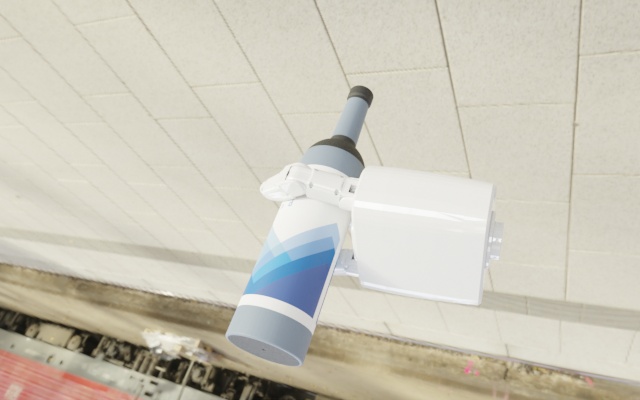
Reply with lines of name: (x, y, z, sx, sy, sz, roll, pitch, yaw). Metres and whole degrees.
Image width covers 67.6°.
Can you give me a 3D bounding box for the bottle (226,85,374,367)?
bottle: (0.000, 0.002, 0.455, 0.069, 0.295, 0.069, 16, -30, 9)
